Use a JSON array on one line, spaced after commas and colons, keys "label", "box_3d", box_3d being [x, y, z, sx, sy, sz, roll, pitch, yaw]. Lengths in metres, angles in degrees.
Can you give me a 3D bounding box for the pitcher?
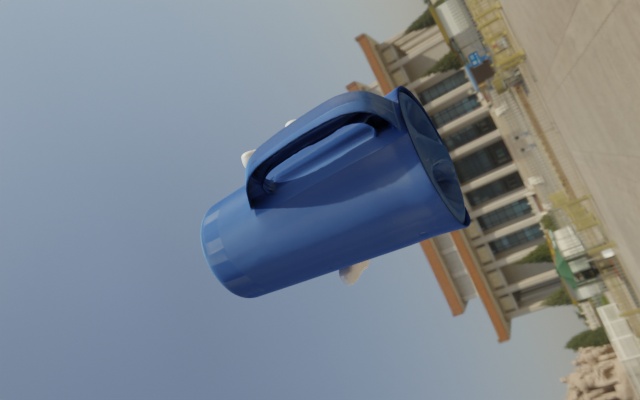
[{"label": "pitcher", "box_3d": [0.000, 0.001, 0.450, 0.243, 0.149, 0.145, -26, 7, 24]}]
